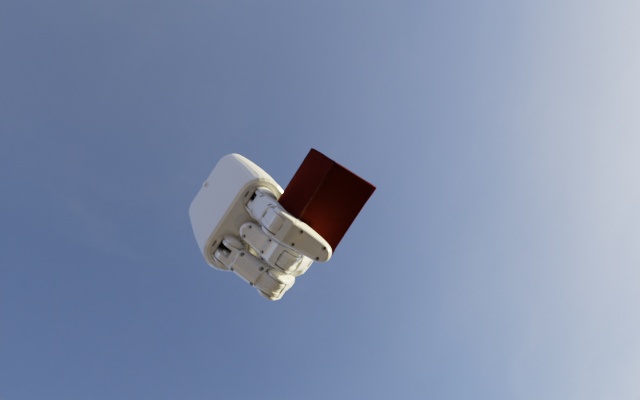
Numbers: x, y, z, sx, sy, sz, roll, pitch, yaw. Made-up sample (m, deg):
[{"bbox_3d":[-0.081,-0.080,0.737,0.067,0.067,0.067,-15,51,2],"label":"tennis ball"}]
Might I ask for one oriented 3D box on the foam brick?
[{"bbox_3d":[0.000,0.001,0.430,0.053,0.078,0.051,32,5,-31],"label":"foam brick"}]
